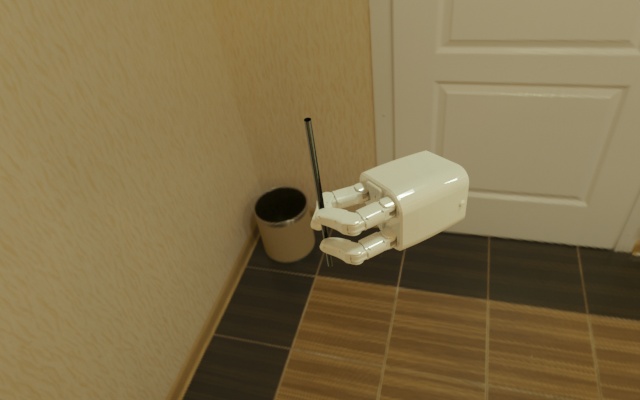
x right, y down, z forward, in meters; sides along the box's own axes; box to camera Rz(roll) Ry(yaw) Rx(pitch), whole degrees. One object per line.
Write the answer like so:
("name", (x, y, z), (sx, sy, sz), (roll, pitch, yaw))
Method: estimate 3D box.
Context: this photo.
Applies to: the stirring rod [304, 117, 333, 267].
("stirring rod", (0.000, 0.002, 0.590), (0.011, 0.240, 0.011), (-5, 42, 4))
